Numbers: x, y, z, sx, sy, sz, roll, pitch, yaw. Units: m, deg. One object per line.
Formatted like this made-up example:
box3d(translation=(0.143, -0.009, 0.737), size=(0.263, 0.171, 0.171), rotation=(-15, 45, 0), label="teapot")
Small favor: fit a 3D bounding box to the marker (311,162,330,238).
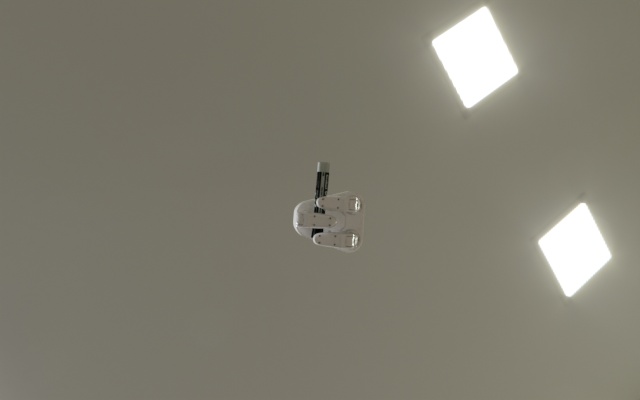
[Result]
box3d(translation=(0.000, 0.002, 0.723), size=(0.020, 0.121, 0.020), rotation=(5, -1, 0), label="marker")
